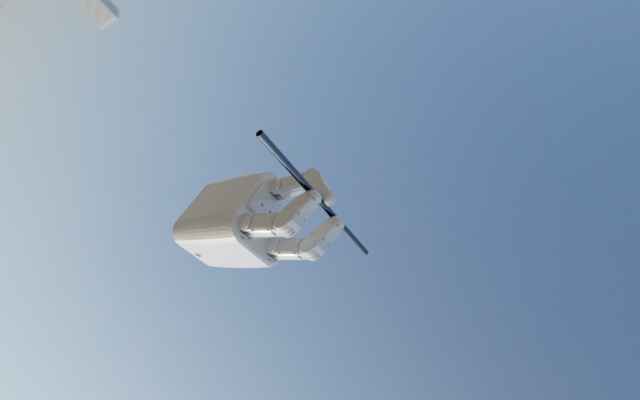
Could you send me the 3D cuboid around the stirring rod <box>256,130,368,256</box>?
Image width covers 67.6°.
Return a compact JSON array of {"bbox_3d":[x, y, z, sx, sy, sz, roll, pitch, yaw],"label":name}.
[{"bbox_3d":[0.000,0.002,0.536,0.011,0.011,0.240,0,-33,35],"label":"stirring rod"}]
